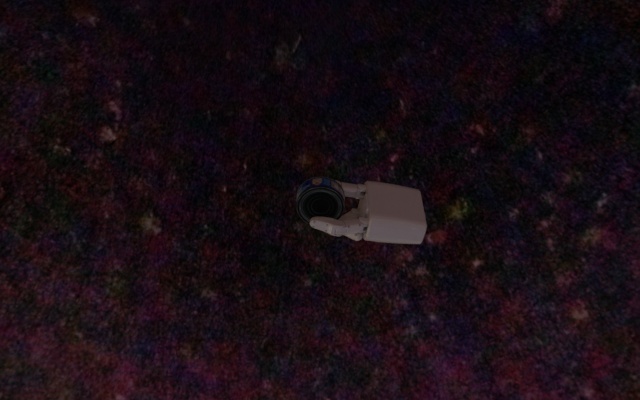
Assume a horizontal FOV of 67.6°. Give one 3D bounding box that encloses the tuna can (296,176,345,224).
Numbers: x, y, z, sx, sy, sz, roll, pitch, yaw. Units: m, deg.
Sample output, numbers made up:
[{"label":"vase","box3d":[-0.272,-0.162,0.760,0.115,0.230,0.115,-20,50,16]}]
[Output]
[{"label":"tuna can","box3d":[0.000,0.003,0.831,0.086,0.086,0.033,0,34,0]}]
